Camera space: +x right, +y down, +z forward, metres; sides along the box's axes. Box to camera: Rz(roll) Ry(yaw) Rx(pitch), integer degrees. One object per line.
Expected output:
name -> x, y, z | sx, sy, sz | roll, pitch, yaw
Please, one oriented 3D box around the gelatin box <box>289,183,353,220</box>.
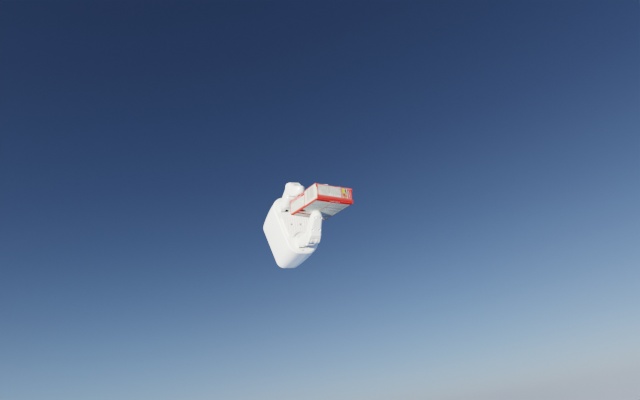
gelatin box -> 0.000, 0.003, 0.806 | 0.073, 0.030, 0.089 | 8, -24, -32
